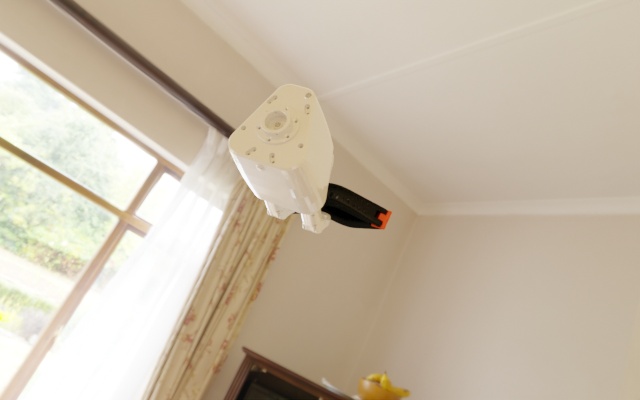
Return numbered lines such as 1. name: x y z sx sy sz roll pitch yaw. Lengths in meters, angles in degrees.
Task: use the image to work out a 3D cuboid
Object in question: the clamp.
1. clamp: 0.001 0.002 0.684 0.210 0.036 0.165 20 -19 19
